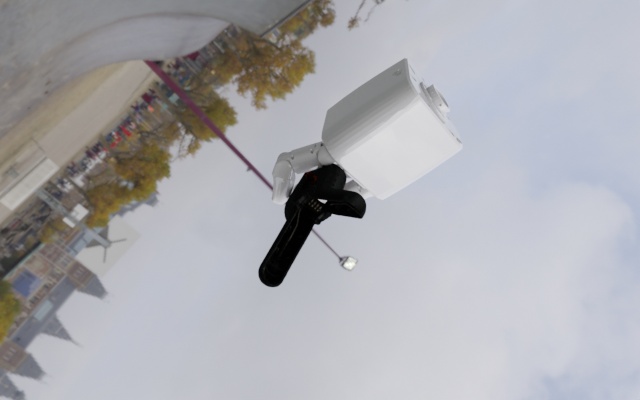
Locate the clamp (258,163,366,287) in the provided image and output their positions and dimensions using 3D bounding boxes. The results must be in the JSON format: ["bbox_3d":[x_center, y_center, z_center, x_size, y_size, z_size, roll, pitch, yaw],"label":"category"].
[{"bbox_3d":[0.000,0.002,0.470,0.120,0.039,0.171,-31,24,25],"label":"clamp"}]
